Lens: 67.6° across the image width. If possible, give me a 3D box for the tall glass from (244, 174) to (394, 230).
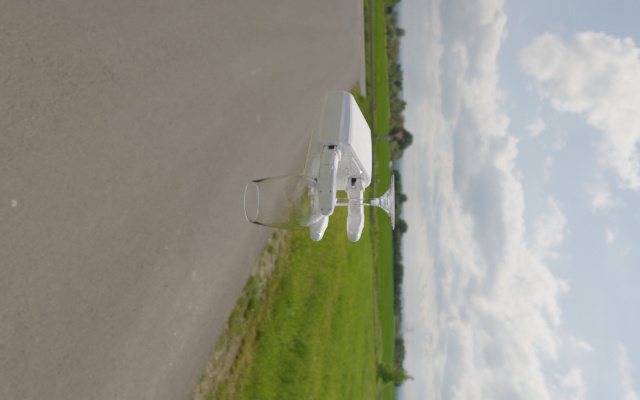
[{"bbox_3d":[0.001,0.002,0.659,0.201,0.079,0.079,0,0,10],"label":"tall glass"}]
